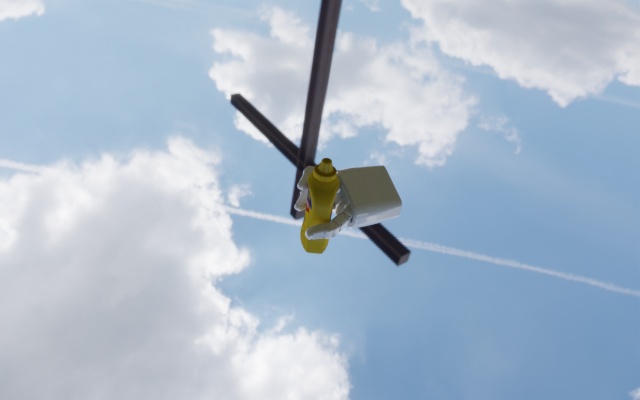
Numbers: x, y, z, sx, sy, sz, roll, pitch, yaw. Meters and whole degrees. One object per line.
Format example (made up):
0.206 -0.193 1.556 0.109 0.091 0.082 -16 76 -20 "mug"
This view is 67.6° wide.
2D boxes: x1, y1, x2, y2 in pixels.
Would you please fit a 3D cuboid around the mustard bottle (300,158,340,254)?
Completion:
0.000 0.003 0.883 0.058 0.192 0.096 7 41 -3 "mustard bottle"
